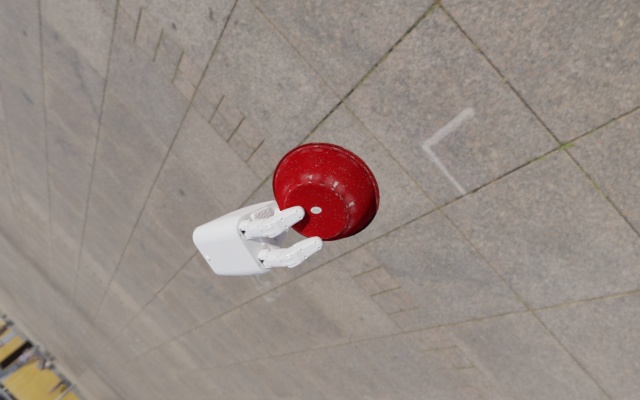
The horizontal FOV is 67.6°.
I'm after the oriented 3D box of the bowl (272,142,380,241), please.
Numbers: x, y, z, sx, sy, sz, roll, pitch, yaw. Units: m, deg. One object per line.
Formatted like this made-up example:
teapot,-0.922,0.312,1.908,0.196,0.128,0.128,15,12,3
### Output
bowl,0.001,0.002,0.674,0.162,0.162,0.055,0,30,17
